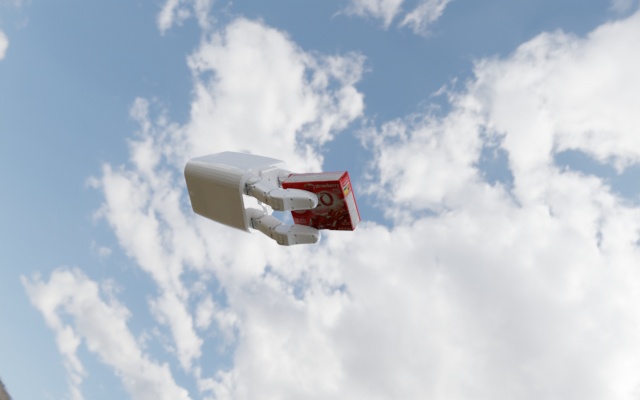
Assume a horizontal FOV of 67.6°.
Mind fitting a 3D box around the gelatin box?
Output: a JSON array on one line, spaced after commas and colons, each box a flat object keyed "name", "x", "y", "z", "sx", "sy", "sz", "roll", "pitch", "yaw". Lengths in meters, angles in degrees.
[{"name": "gelatin box", "x": 0.001, "y": 0.002, "z": 0.614, "sx": 0.089, "sy": 0.073, "sz": 0.030, "roll": -1, "pitch": 29, "yaw": 30}]
